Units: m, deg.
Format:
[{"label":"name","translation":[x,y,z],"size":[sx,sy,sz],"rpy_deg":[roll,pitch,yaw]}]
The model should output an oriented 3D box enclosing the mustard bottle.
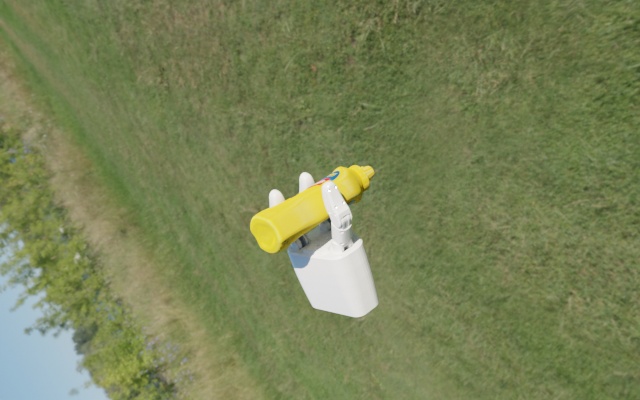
[{"label":"mustard bottle","translation":[0.000,0.002,0.661],"size":[0.191,0.058,0.096],"rpy_deg":[-31,0,-25]}]
